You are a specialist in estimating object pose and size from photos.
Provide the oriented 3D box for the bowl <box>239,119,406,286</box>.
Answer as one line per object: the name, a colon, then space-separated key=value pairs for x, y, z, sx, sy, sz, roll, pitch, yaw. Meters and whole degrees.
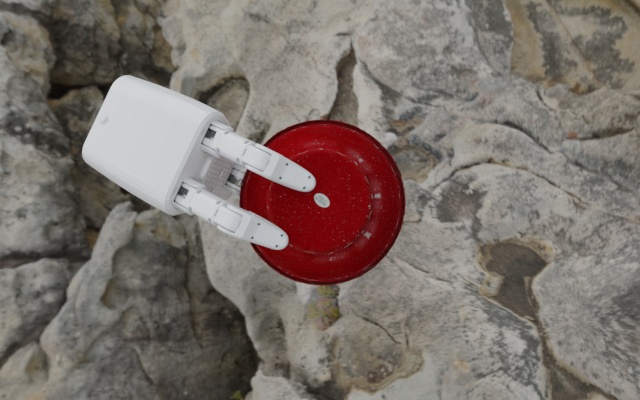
bowl: x=0.001 y=0.002 z=0.438 sx=0.162 sy=0.162 sz=0.055 roll=0 pitch=-1 yaw=2
